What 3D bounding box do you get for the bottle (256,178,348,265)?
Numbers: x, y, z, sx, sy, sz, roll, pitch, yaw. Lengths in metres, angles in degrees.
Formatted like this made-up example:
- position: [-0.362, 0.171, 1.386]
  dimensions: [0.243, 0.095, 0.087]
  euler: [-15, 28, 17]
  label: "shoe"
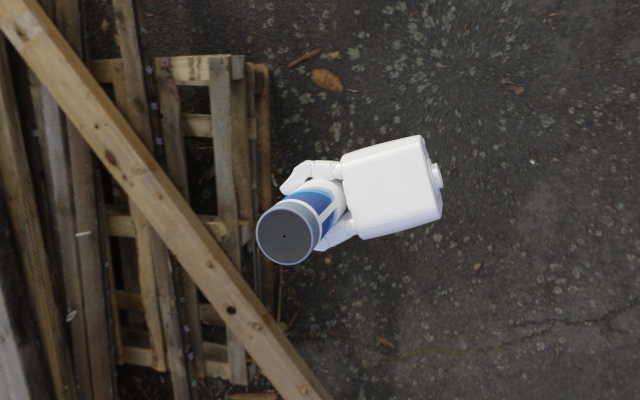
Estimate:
- position: [0.000, 0.002, 0.650]
  dimensions: [0.069, 0.069, 0.295]
  euler: [0, 15, 16]
  label: "bottle"
